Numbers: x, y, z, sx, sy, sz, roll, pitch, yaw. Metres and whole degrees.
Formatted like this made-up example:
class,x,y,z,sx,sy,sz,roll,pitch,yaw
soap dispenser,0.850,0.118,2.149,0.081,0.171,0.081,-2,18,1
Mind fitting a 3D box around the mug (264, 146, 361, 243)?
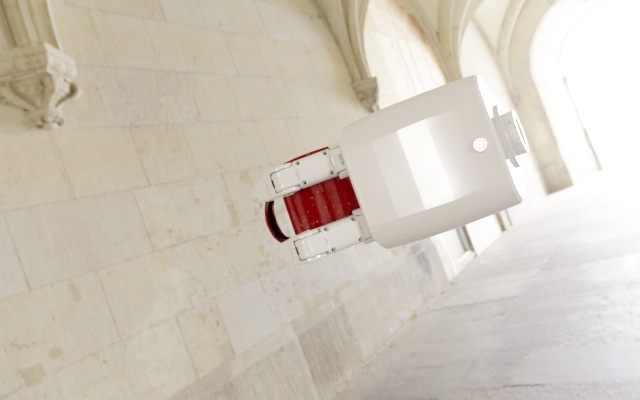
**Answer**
class,x,y,z,sx,sy,sz,roll,pitch,yaw
mug,-0.001,0.002,0.428,0.117,0.081,0.093,-20,-2,28
